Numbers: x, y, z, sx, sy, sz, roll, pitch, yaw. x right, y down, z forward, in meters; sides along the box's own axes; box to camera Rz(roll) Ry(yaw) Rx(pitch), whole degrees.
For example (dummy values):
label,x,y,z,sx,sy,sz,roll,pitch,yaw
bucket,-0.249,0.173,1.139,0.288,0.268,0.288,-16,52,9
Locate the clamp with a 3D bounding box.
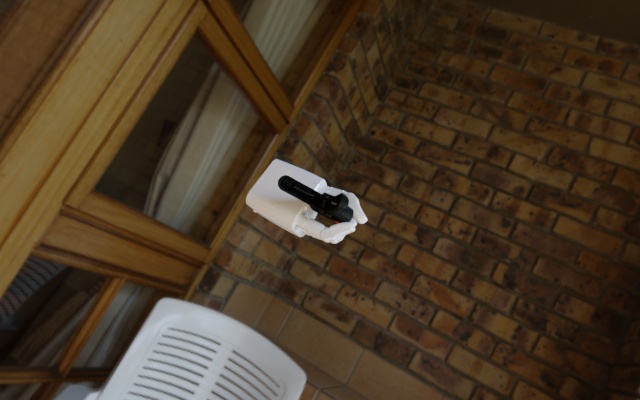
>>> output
label,x,y,z,sx,sy,sz,roll,pitch,yaw
clamp,0.001,0.002,0.793,0.120,0.039,0.171,26,-10,16
